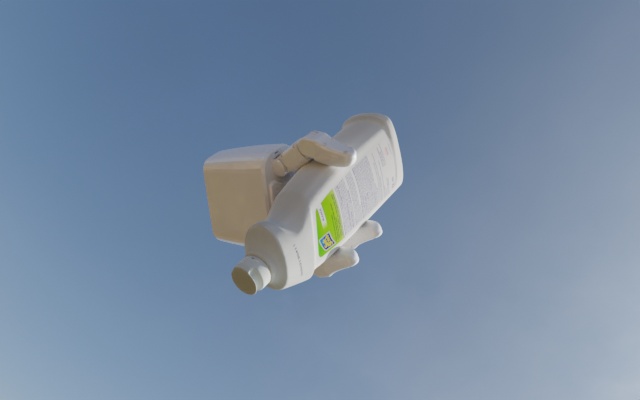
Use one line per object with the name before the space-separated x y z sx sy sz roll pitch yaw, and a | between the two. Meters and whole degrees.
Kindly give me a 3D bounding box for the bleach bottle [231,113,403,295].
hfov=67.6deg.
bleach bottle | 0.000 0.002 0.490 0.068 0.103 0.250 2 30 38
